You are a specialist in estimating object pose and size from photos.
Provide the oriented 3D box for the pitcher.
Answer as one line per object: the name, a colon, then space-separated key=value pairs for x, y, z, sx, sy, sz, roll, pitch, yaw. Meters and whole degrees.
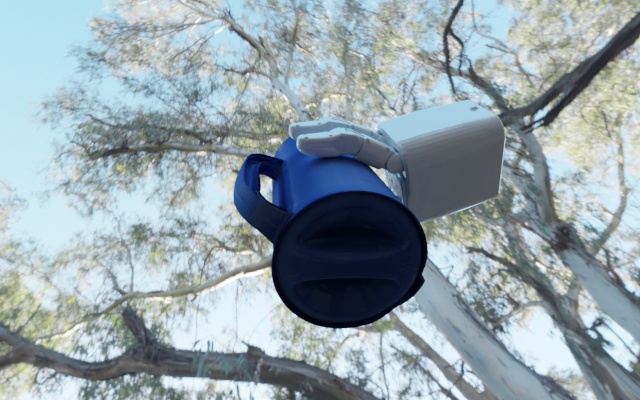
pitcher: x=0.000 y=0.002 z=0.495 sx=0.145 sy=0.149 sz=0.242 roll=-17 pitch=26 yaw=-2
